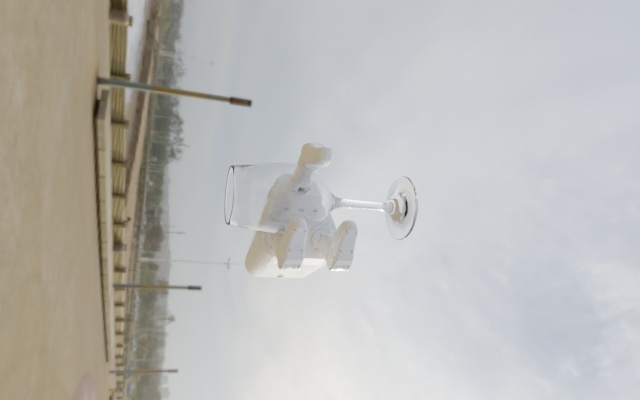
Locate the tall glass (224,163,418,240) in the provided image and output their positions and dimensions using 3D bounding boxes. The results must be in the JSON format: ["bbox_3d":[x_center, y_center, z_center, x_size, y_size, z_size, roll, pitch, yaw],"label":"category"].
[{"bbox_3d":[0.001,0.002,0.521,0.201,0.079,0.079,5,-2,-19],"label":"tall glass"}]
